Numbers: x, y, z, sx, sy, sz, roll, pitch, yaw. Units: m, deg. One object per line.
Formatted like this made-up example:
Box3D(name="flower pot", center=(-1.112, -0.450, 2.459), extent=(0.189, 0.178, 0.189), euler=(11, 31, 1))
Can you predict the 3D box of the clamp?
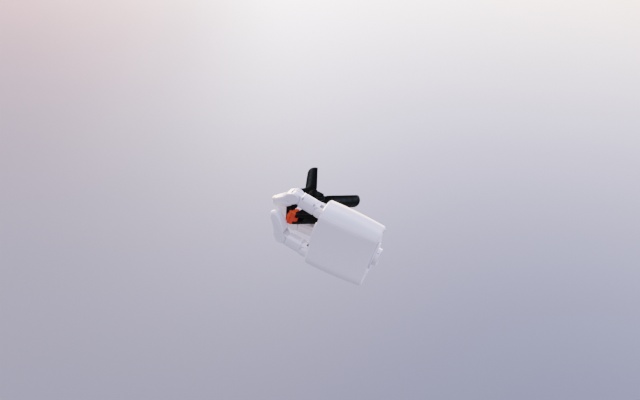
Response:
Box3D(name="clamp", center=(0.000, 0.002, 0.888), extent=(0.120, 0.039, 0.171), euler=(25, 38, 12))
